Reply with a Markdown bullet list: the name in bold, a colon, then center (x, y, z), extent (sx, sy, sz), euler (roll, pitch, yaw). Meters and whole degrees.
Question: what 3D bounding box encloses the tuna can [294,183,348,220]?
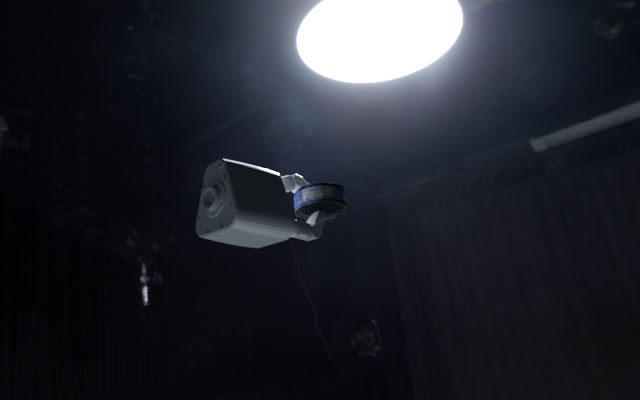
- **tuna can**: center (0.000, 0.002, 0.771), extent (0.086, 0.033, 0.086), euler (-4, -21, -2)
